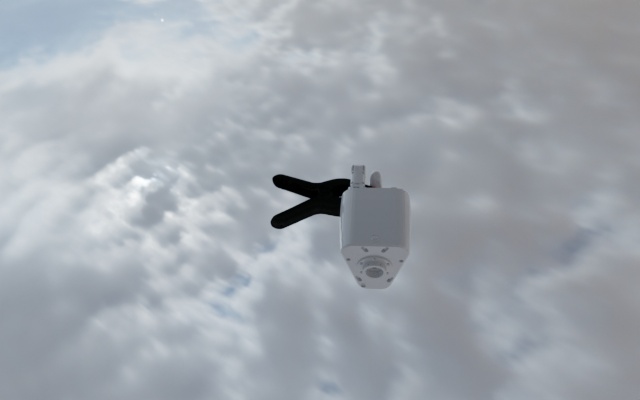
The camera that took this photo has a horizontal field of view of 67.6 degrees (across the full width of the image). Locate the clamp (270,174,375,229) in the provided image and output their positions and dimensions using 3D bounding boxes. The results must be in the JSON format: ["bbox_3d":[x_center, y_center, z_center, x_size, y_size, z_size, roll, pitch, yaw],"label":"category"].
[{"bbox_3d":[0.000,0.003,0.747,0.171,0.120,0.039,1,-44,7],"label":"clamp"}]
